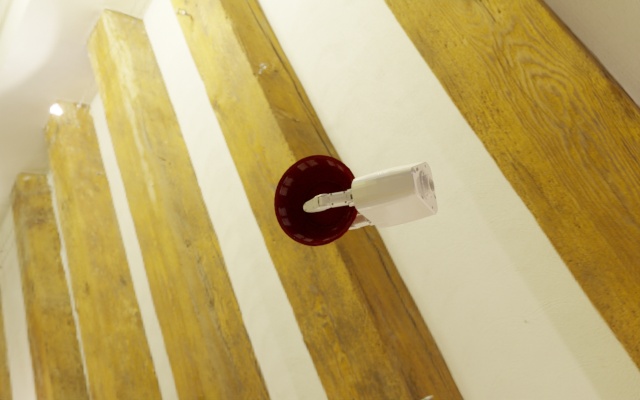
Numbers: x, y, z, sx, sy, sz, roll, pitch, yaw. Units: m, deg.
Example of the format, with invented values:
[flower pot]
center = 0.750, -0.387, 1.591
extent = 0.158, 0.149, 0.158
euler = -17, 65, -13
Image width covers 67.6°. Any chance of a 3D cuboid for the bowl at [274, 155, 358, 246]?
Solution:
[bowl]
center = -0.001, 0.003, 0.856
extent = 0.162, 0.162, 0.055
euler = 0, -8, 21
